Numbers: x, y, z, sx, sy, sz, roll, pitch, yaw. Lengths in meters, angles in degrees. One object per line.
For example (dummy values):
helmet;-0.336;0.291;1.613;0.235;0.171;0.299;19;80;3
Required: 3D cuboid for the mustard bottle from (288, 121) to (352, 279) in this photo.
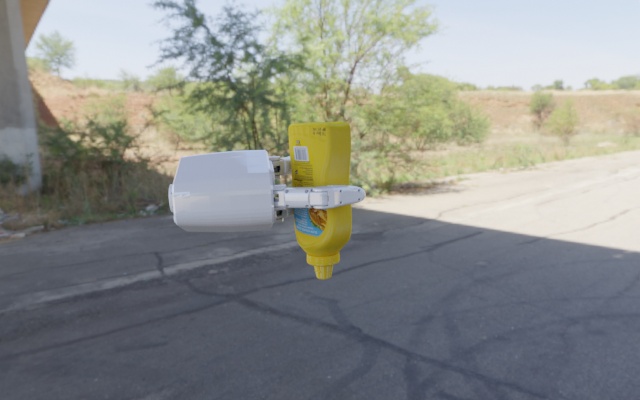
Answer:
mustard bottle;0.000;0.002;0.580;0.058;0.191;0.096;-8;11;-33
